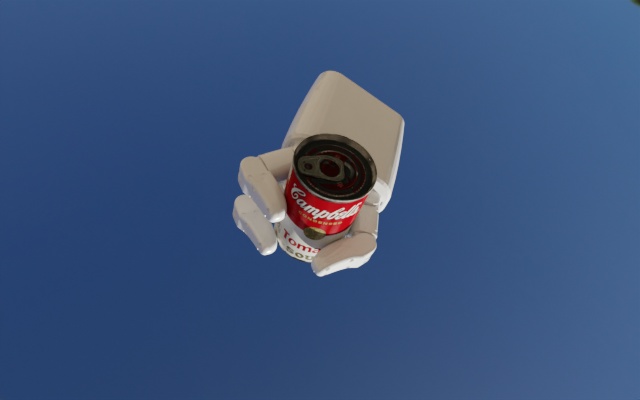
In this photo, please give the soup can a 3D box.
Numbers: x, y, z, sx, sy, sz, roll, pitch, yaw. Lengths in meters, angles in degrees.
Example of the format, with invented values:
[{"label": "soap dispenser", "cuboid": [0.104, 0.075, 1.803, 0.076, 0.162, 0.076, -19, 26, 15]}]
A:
[{"label": "soup can", "cuboid": [0.000, 0.002, 0.410, 0.068, 0.068, 0.102, 0, -35, -16]}]
